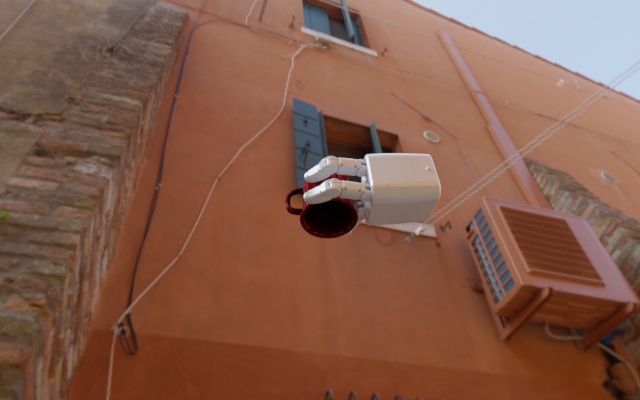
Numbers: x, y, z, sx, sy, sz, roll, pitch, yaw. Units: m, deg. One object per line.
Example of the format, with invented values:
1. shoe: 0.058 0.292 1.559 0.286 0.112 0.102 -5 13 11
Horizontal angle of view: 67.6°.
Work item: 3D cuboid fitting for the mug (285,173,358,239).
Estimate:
1. mug: -0.001 0.003 0.789 0.117 0.093 0.081 -1 45 -3
